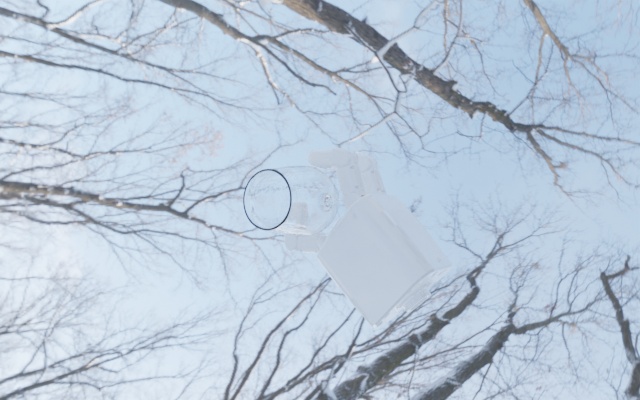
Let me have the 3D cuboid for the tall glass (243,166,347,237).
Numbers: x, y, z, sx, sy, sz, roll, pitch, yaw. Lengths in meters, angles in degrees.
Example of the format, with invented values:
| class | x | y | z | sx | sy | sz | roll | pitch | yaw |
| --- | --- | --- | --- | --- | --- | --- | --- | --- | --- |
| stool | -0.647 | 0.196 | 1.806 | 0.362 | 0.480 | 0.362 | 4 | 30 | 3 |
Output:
| class | x | y | z | sx | sy | sz | roll | pitch | yaw |
| --- | --- | --- | --- | --- | --- | --- | --- | --- | --- |
| tall glass | 0.000 | 0.002 | 0.556 | 0.079 | 0.079 | 0.201 | 0 | -2 | 33 |
